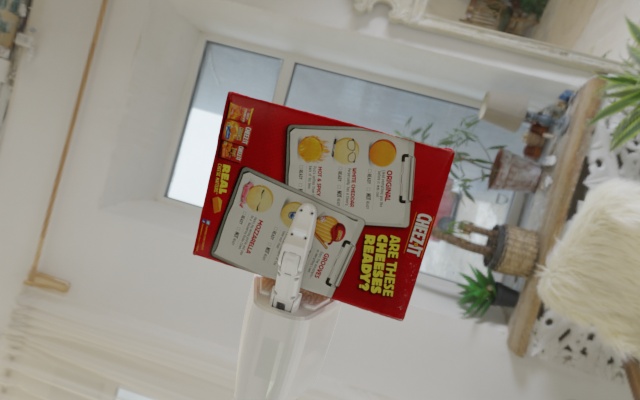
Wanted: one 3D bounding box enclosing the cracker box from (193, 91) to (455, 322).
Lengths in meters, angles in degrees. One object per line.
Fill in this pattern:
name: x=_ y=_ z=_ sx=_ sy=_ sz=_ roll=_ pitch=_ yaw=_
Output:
cracker box: x=0.000 y=0.002 z=0.467 sx=0.213 sy=0.164 sz=0.072 roll=16 pitch=11 yaw=7
